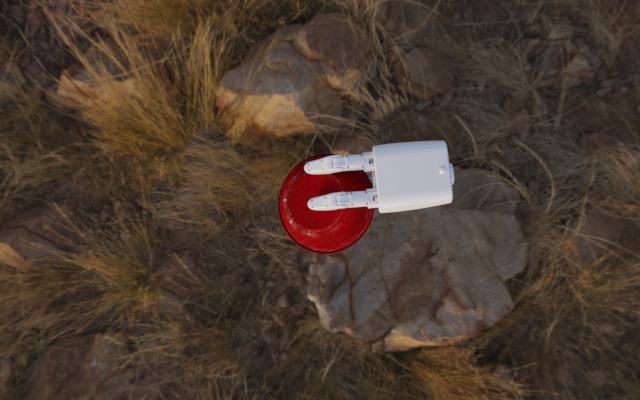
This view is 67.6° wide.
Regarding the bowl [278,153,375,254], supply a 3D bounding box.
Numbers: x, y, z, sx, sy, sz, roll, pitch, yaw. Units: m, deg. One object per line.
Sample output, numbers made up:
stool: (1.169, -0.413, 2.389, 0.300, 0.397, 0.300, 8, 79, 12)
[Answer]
bowl: (-0.001, 0.003, 0.737, 0.162, 0.162, 0.055, 0, -5, 17)
